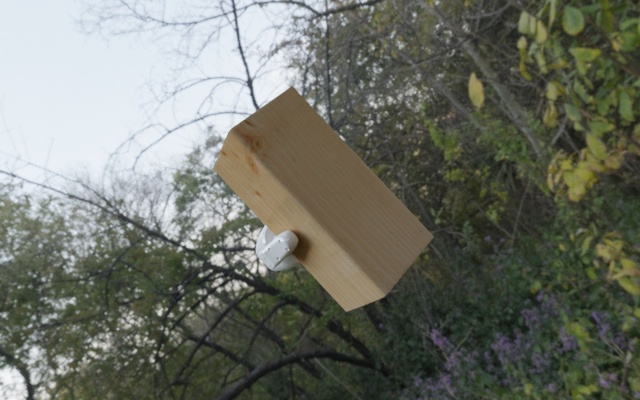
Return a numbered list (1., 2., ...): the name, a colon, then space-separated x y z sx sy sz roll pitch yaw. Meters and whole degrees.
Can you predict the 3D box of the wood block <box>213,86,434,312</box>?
1. wood block: 0.000 0.002 0.486 0.090 0.206 0.090 -43 0 -31
